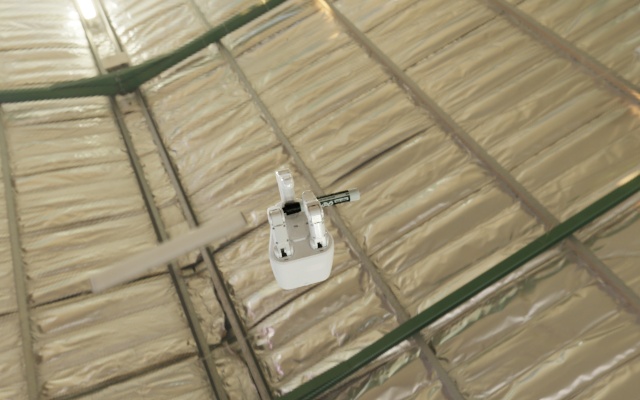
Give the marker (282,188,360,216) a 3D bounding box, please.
[{"bbox_3d":[0.000,0.002,0.732,0.121,0.020,0.020,-13,2,-8],"label":"marker"}]
